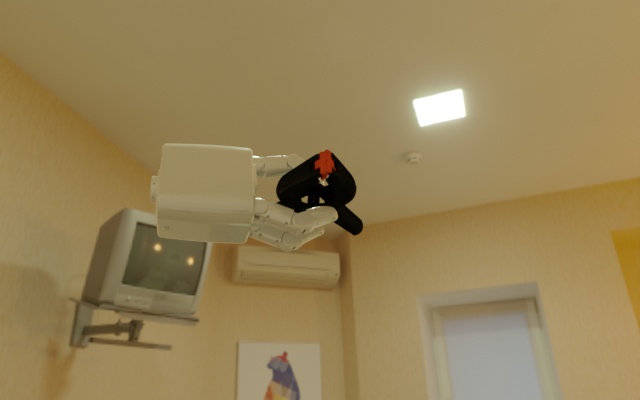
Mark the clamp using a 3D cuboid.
[{"bbox_3d":[0.000,0.001,0.597,0.164,0.036,0.210,3,-25,-15],"label":"clamp"}]
